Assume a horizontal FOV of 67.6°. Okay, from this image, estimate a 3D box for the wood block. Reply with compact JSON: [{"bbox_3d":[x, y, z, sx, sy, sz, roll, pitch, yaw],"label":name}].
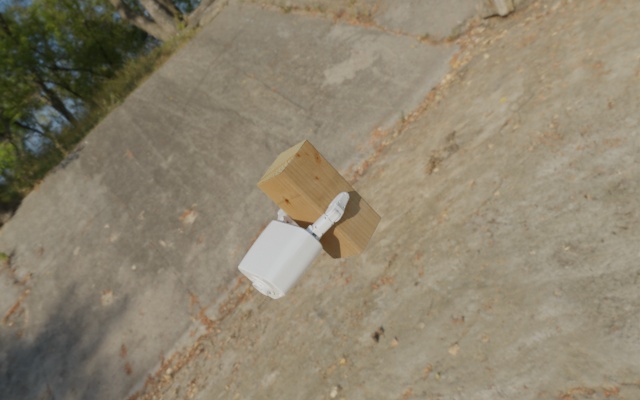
[{"bbox_3d":[0.000,0.003,0.865,0.206,0.090,0.091,45,-34,-18],"label":"wood block"}]
